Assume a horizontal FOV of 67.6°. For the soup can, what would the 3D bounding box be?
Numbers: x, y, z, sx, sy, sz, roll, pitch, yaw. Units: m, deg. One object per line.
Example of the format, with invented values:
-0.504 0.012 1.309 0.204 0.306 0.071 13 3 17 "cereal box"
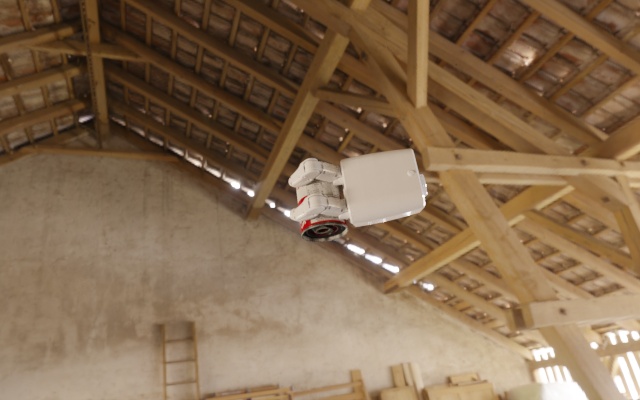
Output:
0.000 0.002 0.710 0.068 0.102 0.068 -7 -25 -3 "soup can"
